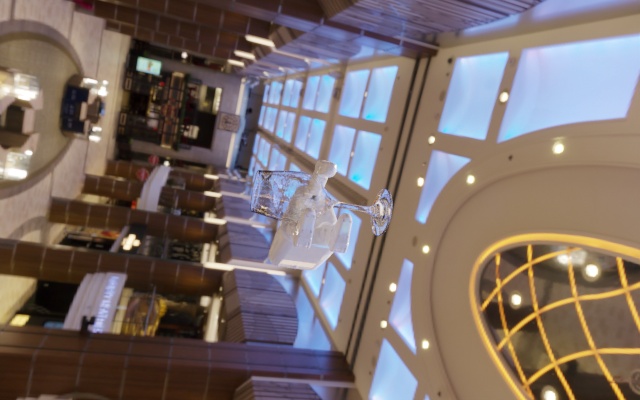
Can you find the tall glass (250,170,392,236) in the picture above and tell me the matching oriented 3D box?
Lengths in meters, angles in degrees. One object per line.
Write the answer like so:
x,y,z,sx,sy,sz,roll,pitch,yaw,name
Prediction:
0.001,0.002,0.713,0.201,0.079,0.079,10,-3,-16,tall glass
